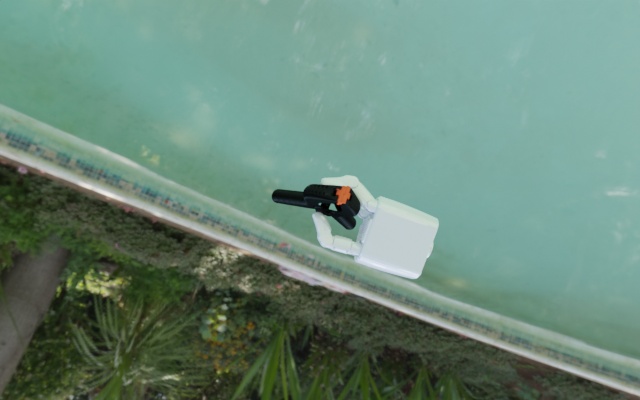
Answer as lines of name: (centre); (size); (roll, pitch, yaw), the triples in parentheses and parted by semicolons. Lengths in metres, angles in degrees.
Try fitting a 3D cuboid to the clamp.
clamp: (0.000, 0.003, 0.792); (0.164, 0.036, 0.210); (18, -12, -4)
